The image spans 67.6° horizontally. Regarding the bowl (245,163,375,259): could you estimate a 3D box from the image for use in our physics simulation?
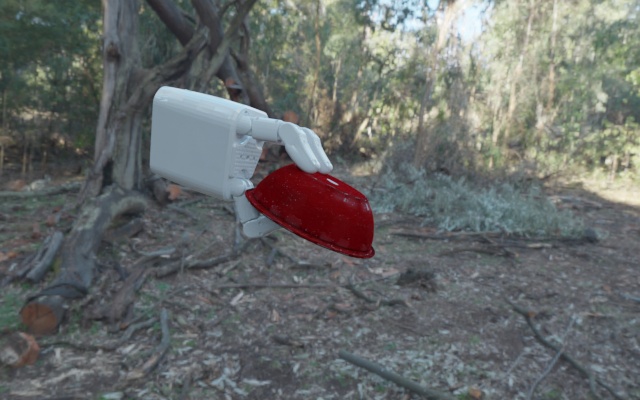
[{"bbox_3d":[0.001,0.002,0.535,0.162,0.055,0.162,26,9,-5],"label":"bowl"}]
